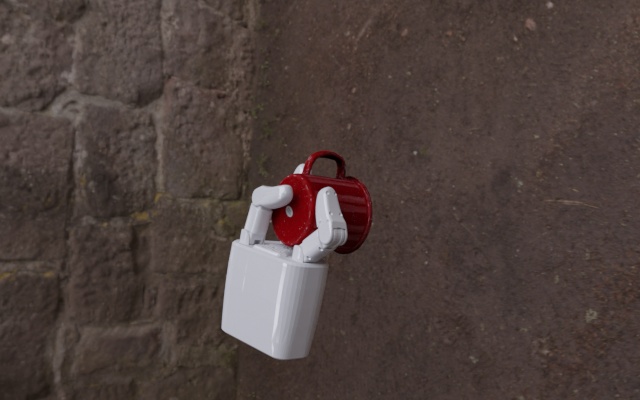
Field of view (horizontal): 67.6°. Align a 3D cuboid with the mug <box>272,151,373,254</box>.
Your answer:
[{"bbox_3d":[0.000,0.000,0.540,0.081,0.117,0.093,7,5,-38],"label":"mug"}]
